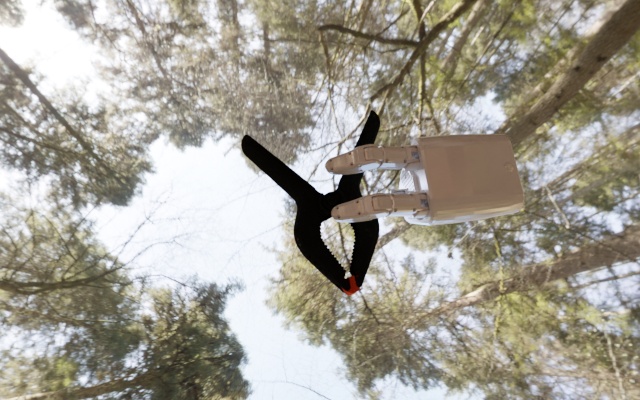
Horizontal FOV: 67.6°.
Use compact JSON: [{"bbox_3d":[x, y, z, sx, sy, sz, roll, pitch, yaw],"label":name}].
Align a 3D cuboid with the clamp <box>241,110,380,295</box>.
[{"bbox_3d":[0.000,0.002,0.534,0.164,0.210,0.036,-6,-16,-5],"label":"clamp"}]
